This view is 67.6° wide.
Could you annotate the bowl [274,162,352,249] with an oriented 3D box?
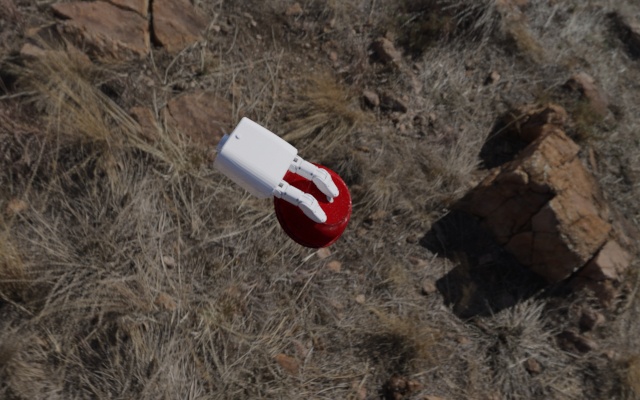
[{"bbox_3d":[0.001,0.003,0.850,0.162,0.162,0.055,0,-12,-34],"label":"bowl"}]
